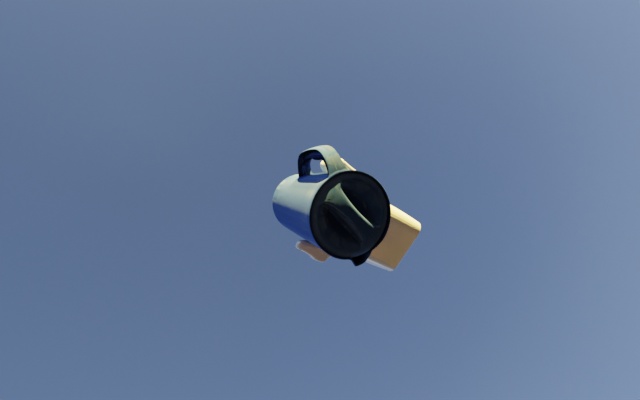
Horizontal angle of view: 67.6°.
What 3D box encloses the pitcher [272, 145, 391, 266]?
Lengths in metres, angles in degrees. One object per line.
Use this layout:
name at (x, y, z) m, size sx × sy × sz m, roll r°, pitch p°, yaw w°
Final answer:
pitcher at (0.000, 0.003, 0.801) m, size 0.145 × 0.149 × 0.243 m, roll 27°, pitch -6°, yaw -22°
